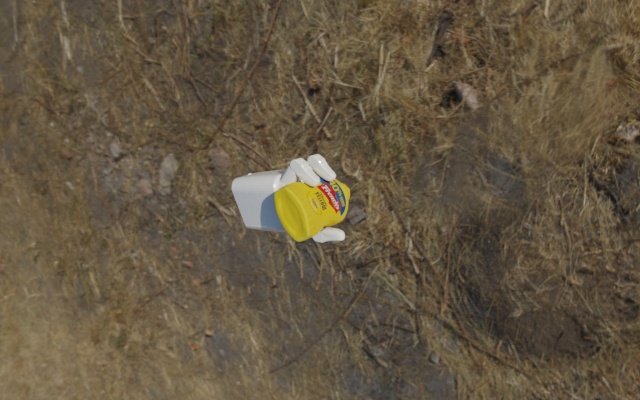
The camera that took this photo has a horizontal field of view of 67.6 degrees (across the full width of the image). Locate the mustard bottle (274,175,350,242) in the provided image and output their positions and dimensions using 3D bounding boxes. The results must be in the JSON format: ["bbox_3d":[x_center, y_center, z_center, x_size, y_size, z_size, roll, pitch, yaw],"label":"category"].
[{"bbox_3d":[0.000,0.003,0.858,0.058,0.096,0.191,-29,-3,34],"label":"mustard bottle"}]
